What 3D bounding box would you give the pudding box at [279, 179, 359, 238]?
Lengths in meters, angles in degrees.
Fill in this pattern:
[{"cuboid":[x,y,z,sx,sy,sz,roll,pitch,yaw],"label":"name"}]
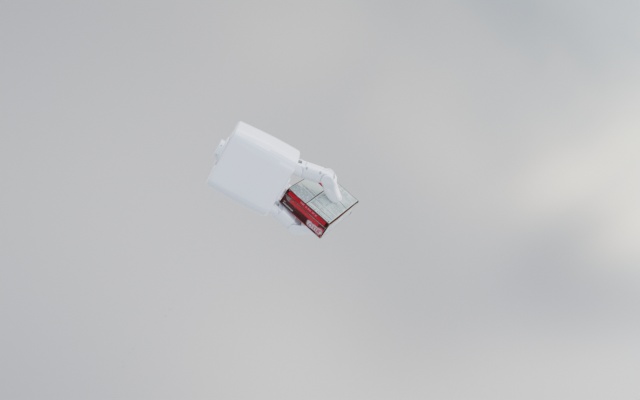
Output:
[{"cuboid":[0.000,0.002,0.786,0.113,0.090,0.039,-35,-16,-52],"label":"pudding box"}]
